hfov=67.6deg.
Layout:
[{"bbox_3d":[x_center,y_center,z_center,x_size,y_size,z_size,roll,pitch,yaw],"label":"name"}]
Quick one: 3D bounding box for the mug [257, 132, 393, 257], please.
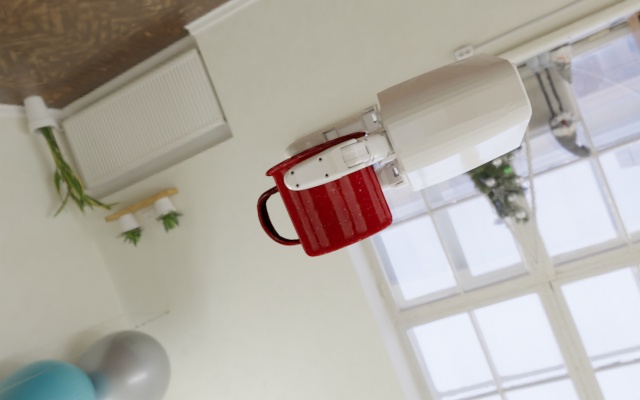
[{"bbox_3d":[-0.001,0.002,0.411,0.117,0.081,0.093,-23,-1,13],"label":"mug"}]
